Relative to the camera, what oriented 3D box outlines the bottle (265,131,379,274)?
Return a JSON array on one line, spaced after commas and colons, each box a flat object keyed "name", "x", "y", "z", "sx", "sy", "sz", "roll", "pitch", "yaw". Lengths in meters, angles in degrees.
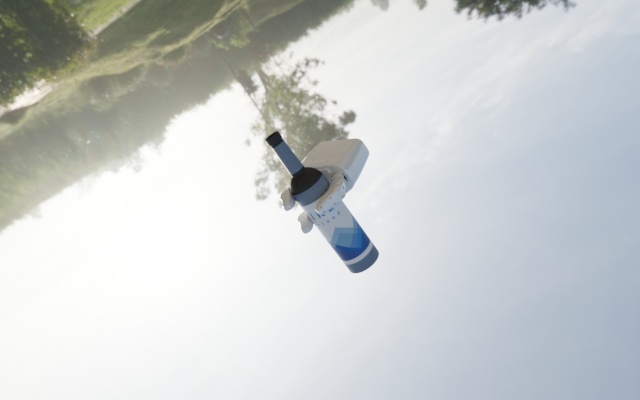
[{"name": "bottle", "x": 0.000, "y": 0.003, "z": 0.848, "sx": 0.069, "sy": 0.296, "sz": 0.069, "roll": -31, "pitch": 21, "yaw": 13}]
